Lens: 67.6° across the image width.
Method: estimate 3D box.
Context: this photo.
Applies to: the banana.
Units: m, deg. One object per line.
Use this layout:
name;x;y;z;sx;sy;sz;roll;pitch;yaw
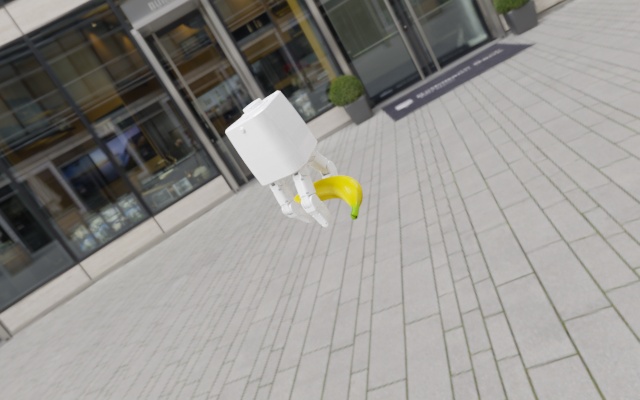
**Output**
banana;0.013;-0.011;0.784;0.037;0.069;0.198;49;-20;-23
